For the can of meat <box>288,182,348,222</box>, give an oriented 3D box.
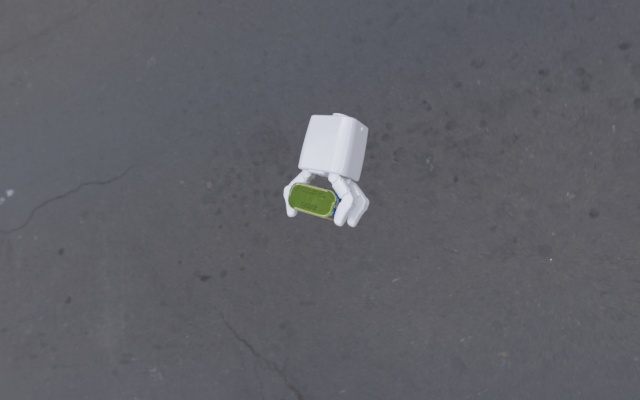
[{"bbox_3d":[0.000,0.003,0.895,0.102,0.057,0.084,15,0,26],"label":"can of meat"}]
